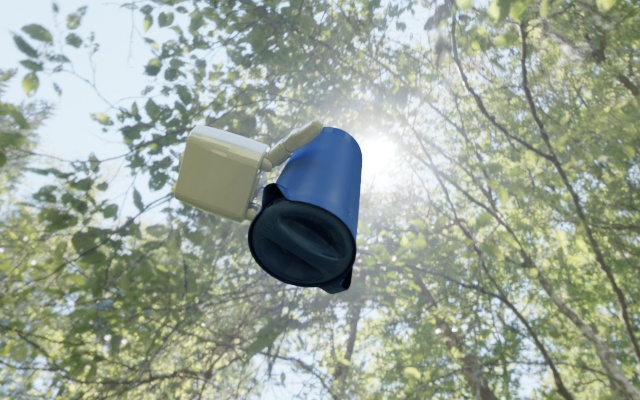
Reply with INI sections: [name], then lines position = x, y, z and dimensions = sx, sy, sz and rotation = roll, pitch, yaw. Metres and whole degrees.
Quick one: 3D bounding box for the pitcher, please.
[pitcher]
position = 0.000, 0.002, 0.668
dimensions = 0.145, 0.149, 0.242
rotation = 18, 35, 0
